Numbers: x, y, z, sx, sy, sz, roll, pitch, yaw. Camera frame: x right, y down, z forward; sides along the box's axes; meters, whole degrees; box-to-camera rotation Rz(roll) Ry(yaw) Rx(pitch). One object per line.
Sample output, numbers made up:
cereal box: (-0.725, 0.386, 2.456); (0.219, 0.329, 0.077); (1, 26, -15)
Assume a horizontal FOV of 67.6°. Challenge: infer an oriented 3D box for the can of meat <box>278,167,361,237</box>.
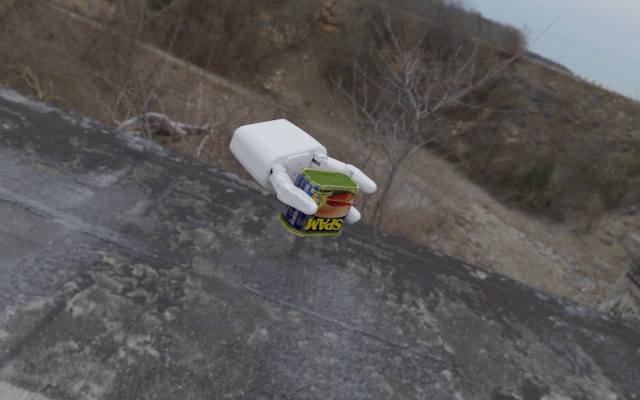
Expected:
can of meat: (0.000, 0.002, 0.697); (0.102, 0.084, 0.057); (3, 30, -42)
